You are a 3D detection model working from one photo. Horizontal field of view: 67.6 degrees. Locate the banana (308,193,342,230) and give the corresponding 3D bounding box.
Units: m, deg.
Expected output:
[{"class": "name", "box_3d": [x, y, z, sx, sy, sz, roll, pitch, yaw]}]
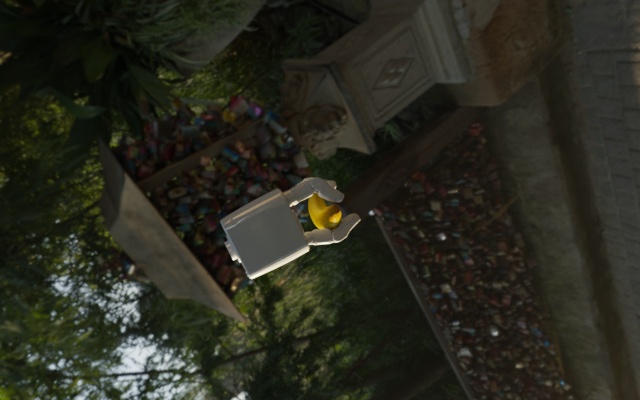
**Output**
[{"class": "banana", "box_3d": [0.004, 0.019, 0.837, 0.037, 0.070, 0.197, -16, 18, -8]}]
